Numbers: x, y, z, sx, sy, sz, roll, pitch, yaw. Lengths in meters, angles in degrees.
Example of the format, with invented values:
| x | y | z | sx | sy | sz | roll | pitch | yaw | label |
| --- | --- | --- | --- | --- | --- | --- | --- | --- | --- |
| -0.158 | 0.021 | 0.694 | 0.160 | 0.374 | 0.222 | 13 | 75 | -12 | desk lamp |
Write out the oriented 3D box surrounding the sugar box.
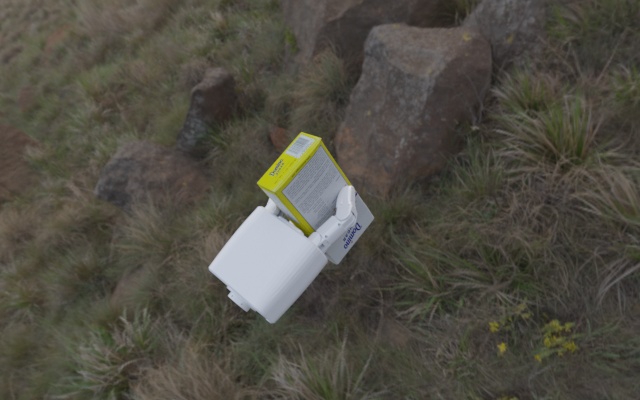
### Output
| x | y | z | sx | sy | sz | roll | pitch | yaw | label |
| --- | --- | --- | --- | --- | --- | --- | --- | --- | --- |
| 0.000 | 0.002 | 0.647 | 0.048 | 0.093 | 0.176 | 27 | -19 | 42 | sugar box |
